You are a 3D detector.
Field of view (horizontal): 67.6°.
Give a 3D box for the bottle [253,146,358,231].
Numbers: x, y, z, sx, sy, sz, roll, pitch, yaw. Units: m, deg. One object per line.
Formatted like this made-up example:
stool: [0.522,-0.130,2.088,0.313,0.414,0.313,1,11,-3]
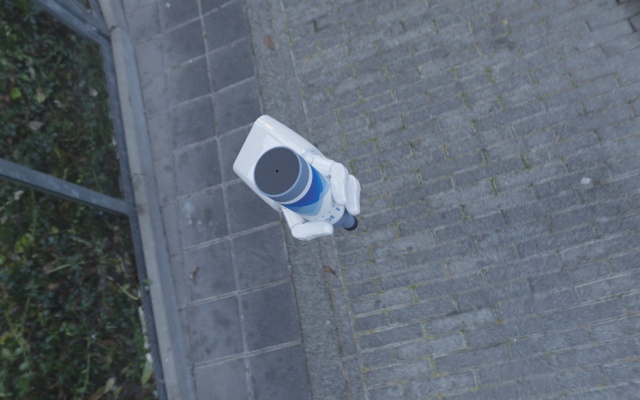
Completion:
bottle: [0.000,0.002,0.714,0.069,0.069,0.296,0,-15,22]
